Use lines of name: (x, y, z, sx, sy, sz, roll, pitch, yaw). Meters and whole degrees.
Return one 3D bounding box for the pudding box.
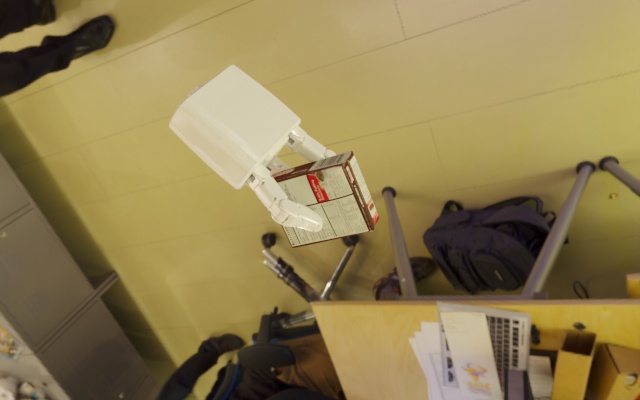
pudding box: (0.000, 0.002, 0.557, 0.113, 0.090, 0.039, -13, 22, 30)
